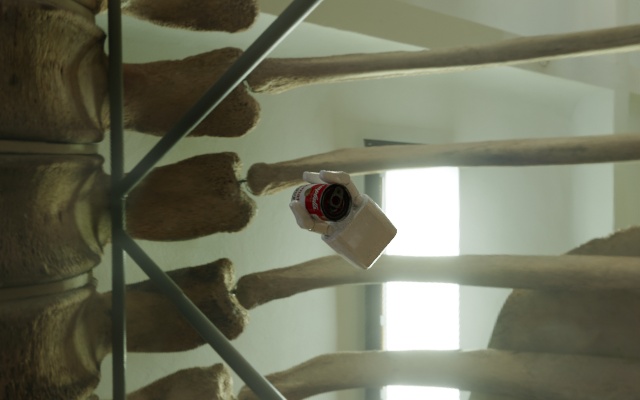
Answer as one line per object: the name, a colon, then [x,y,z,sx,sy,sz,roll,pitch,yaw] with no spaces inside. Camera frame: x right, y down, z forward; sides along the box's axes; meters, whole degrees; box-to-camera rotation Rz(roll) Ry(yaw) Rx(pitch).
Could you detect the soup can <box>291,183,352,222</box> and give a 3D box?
soup can: [0.000,0.003,0.866,0.068,0.068,0.102,0,1,-34]
